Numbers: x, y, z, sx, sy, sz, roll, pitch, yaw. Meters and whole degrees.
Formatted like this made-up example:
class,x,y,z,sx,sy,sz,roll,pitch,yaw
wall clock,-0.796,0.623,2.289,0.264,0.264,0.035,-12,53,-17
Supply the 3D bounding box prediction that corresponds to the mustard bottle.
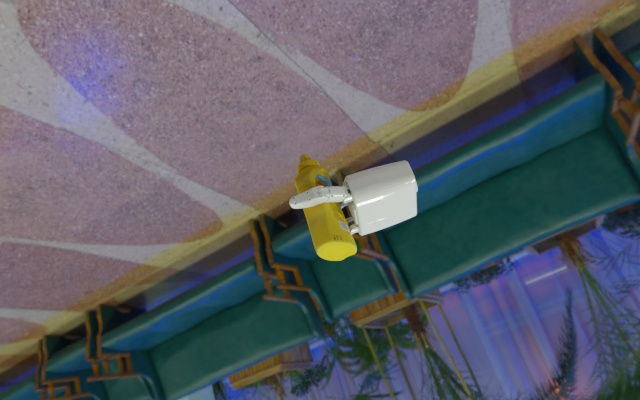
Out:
class,x,y,z,sx,sy,sz,roll,pitch,yaw
mustard bottle,0.000,0.003,0.804,0.058,0.191,0.096,-29,-27,19
